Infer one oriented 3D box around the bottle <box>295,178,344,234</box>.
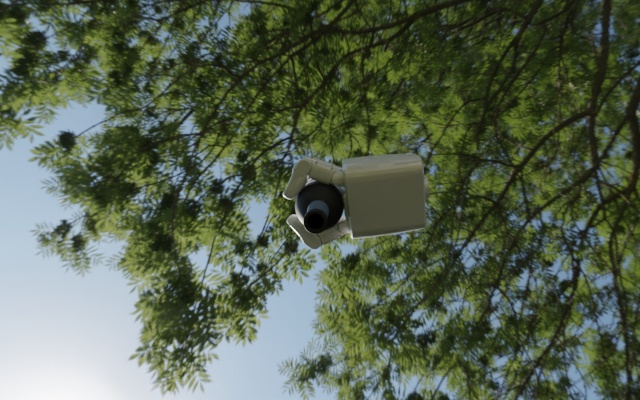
[{"bbox_3d":[0.000,0.002,0.684,0.069,0.069,0.295,0,9,2],"label":"bottle"}]
